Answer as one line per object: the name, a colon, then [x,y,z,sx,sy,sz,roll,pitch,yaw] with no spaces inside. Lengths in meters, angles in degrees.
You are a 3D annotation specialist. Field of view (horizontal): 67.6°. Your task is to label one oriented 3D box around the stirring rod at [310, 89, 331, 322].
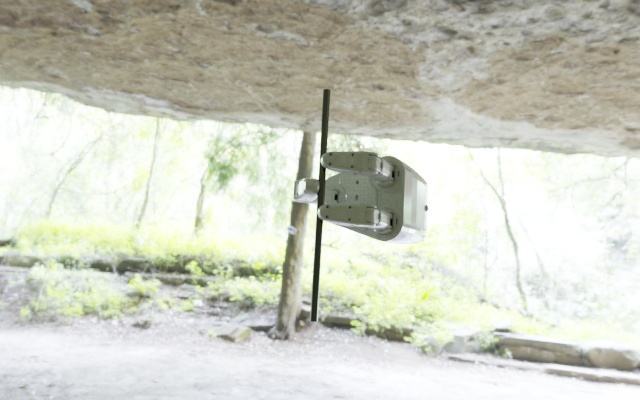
stirring rod: [0.000,0.002,0.493,0.011,0.239,0.011,3,-8,0]
